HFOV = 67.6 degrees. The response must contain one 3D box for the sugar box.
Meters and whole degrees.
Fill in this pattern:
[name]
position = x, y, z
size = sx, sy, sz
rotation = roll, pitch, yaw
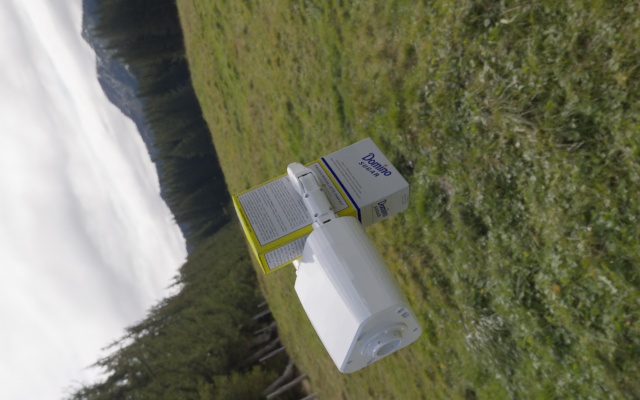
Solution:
[sugar box]
position = 0.000, 0.002, 0.528
size = 0.176, 0.093, 0.048
rotation = -22, -39, -12
